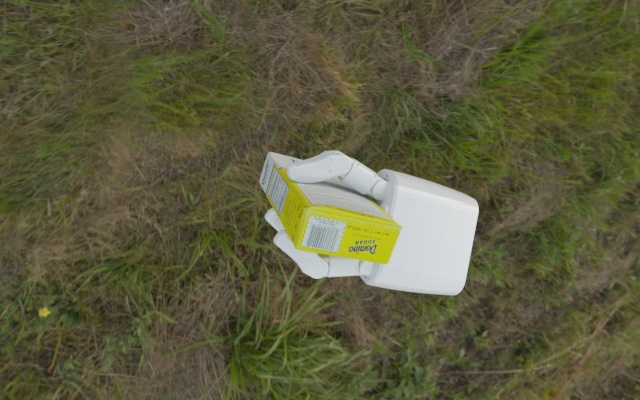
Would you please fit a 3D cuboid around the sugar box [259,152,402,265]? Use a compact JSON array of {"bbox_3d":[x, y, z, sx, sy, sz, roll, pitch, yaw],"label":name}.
[{"bbox_3d":[0.000,0.002,0.484,0.093,0.048,0.176,13,14,-21],"label":"sugar box"}]
